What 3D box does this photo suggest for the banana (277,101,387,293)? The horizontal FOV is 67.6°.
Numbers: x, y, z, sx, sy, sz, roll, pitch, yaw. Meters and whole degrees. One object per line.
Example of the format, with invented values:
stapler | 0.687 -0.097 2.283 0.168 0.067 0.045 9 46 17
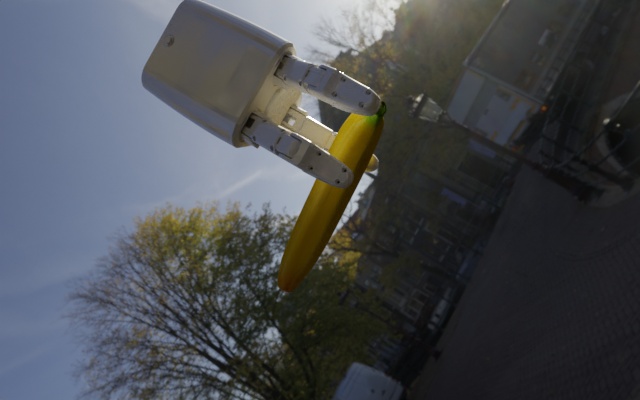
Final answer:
banana | 0.008 -0.007 0.423 0.037 0.198 0.069 30 27 10
